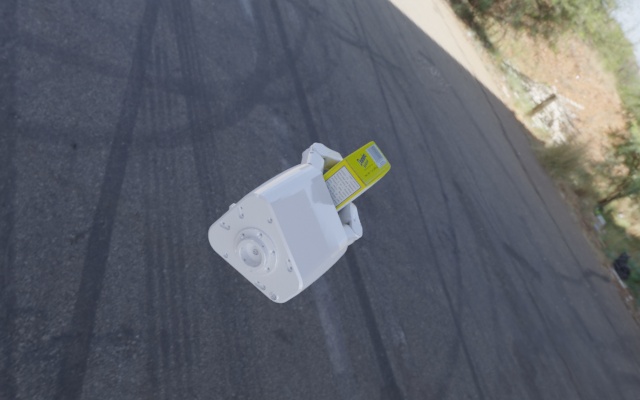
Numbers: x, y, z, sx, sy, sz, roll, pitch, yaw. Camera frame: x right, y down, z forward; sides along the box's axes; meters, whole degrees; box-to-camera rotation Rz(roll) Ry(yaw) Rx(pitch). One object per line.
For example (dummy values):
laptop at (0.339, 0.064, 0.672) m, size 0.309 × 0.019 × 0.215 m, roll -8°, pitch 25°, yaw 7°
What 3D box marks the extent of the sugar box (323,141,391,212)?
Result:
sugar box at (0.000, 0.001, 0.595) m, size 0.176 × 0.048 × 0.093 m, roll -36°, pitch -1°, yaw 32°
